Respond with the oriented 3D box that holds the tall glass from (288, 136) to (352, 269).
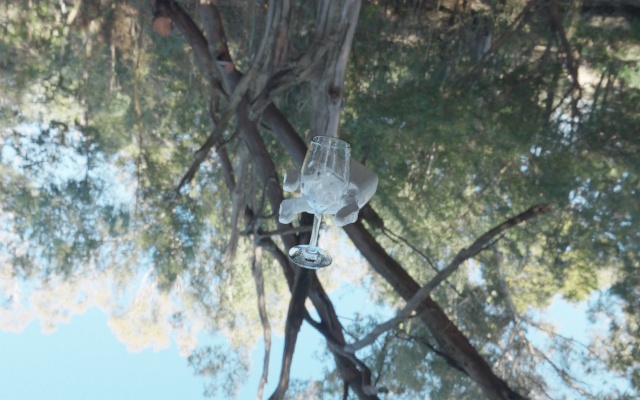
[{"bbox_3d":[0.000,0.003,0.753,0.079,0.201,0.079,9,22,-4],"label":"tall glass"}]
